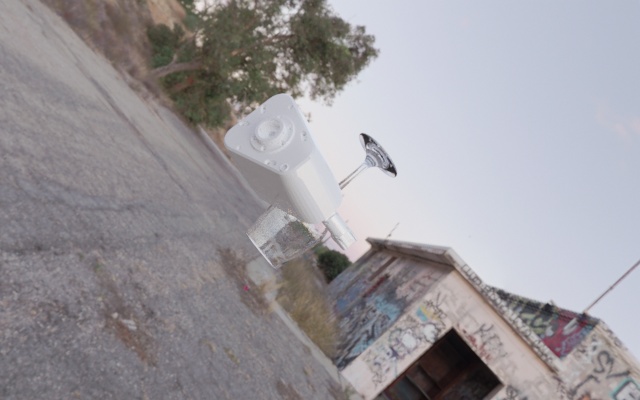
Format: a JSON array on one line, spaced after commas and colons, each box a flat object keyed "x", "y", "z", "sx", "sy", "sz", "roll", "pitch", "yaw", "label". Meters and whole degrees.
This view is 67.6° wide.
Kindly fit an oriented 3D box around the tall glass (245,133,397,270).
[{"x": 0.001, "y": 0.002, "z": 0.619, "sx": 0.201, "sy": 0.079, "sz": 0.079, "roll": -39, "pitch": 6, "yaw": -7, "label": "tall glass"}]
